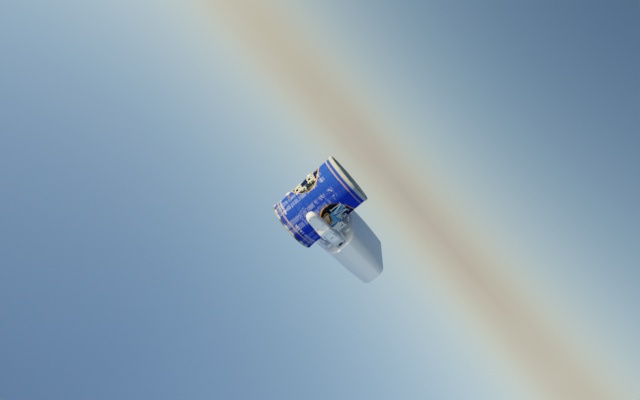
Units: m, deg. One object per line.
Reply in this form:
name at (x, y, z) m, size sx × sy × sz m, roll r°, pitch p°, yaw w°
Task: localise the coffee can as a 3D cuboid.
coffee can at (0.000, 0.003, 0.871) m, size 0.140 × 0.103 × 0.103 m, roll -40°, pitch -7°, yaw 8°
